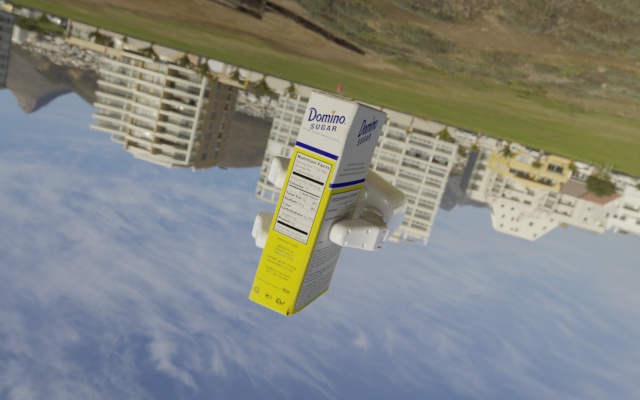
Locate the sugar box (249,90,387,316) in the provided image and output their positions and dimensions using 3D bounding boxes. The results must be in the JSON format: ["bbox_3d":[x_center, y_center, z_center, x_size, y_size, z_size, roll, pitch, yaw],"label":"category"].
[{"bbox_3d":[0.000,0.001,0.405,0.048,0.176,0.093,19,11,18],"label":"sugar box"}]
